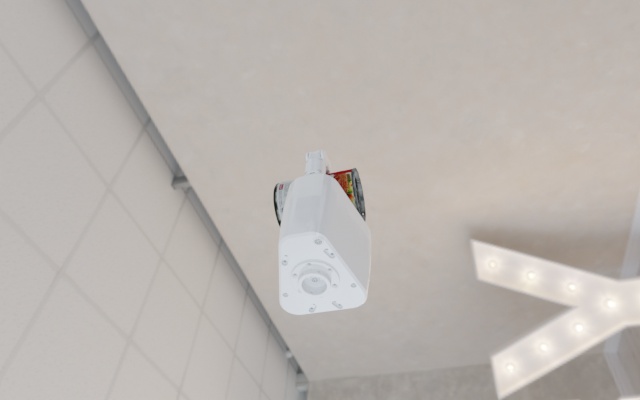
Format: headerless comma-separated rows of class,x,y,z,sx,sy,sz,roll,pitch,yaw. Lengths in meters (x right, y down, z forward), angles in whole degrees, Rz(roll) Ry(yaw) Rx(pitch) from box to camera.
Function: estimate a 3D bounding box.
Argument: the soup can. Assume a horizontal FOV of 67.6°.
soup can,0.000,0.002,0.595,0.102,0.068,0.068,-10,-2,12
